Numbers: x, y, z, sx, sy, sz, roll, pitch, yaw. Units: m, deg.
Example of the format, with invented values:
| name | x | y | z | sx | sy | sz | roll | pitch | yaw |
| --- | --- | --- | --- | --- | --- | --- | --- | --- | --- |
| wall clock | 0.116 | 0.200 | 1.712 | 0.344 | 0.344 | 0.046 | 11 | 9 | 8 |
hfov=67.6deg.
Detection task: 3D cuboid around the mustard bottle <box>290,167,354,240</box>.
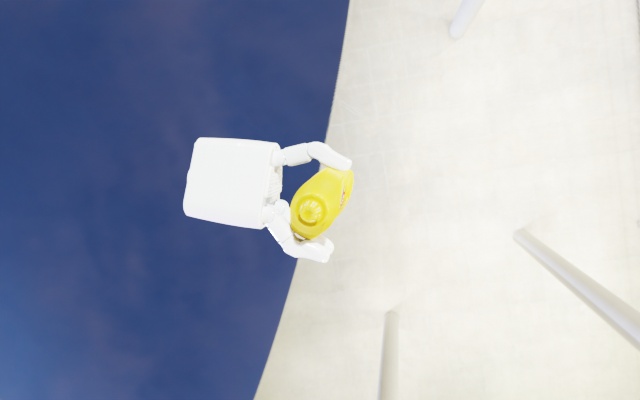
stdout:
| name | x | y | z | sx | sy | sz | roll | pitch | yaw |
| --- | --- | --- | --- | --- | --- | --- | --- | --- | --- |
| mustard bottle | 0.000 | 0.002 | 0.633 | 0.058 | 0.096 | 0.191 | 31 | 11 | 4 |
